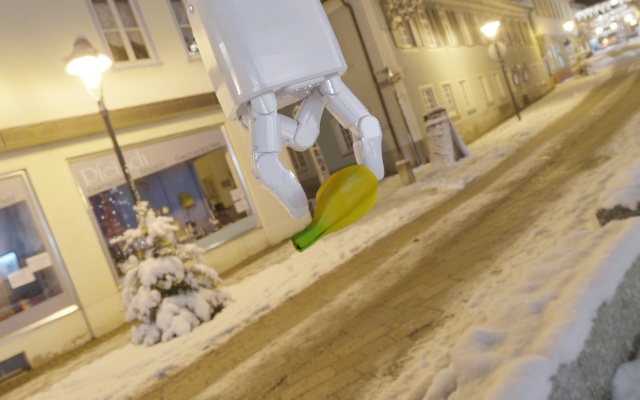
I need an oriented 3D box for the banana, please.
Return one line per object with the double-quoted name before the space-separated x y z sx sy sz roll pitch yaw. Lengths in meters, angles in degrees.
"banana" 0.017 -0.006 0.409 0.069 0.037 0.198 -24 4 8
